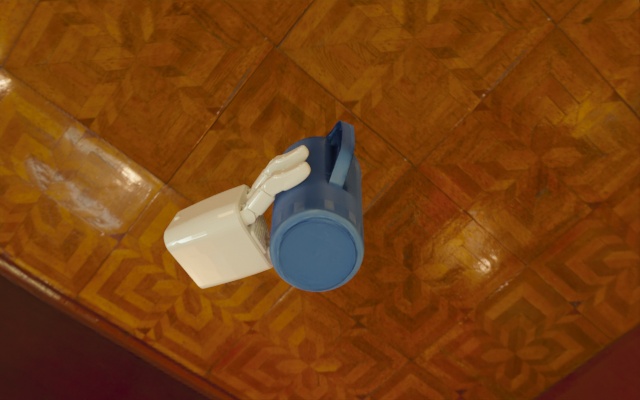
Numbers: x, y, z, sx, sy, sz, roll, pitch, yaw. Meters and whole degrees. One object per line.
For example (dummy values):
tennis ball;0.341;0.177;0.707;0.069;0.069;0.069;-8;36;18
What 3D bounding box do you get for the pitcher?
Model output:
pitcher;0.000;0.002;0.635;0.145;0.149;0.242;-19;23;8
